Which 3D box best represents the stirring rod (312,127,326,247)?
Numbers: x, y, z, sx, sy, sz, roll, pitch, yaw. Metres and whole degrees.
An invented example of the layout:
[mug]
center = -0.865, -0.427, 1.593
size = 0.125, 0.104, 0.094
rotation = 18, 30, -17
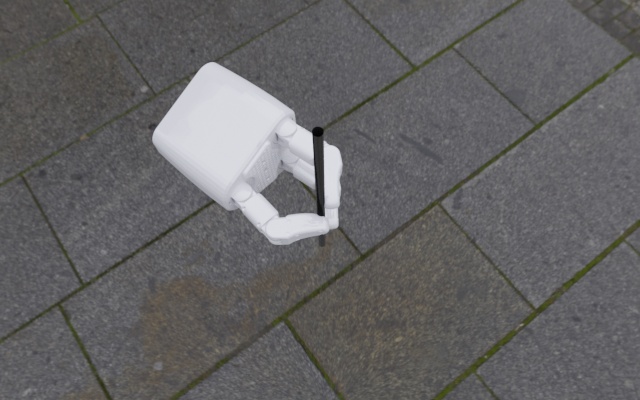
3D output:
[stirring rod]
center = 0.000, 0.001, 0.429
size = 0.011, 0.011, 0.240
rotation = 0, -23, 1
